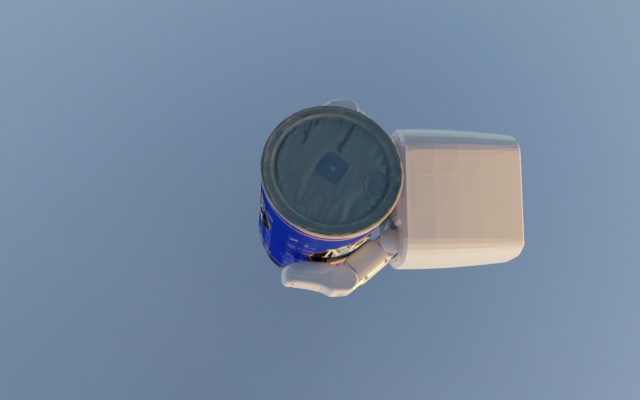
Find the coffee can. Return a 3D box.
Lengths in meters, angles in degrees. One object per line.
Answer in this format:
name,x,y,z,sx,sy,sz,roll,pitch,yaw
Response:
coffee can,0.000,0.001,0.402,0.103,0.102,0.140,0,-21,-8
